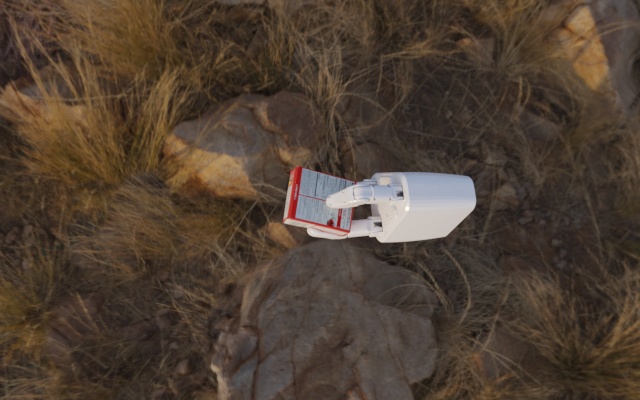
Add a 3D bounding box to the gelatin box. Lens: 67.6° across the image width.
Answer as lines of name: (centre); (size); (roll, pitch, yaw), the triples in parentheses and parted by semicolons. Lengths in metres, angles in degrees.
gelatin box: (0.000, 0.002, 0.629); (0.089, 0.073, 0.030); (14, -19, -19)
